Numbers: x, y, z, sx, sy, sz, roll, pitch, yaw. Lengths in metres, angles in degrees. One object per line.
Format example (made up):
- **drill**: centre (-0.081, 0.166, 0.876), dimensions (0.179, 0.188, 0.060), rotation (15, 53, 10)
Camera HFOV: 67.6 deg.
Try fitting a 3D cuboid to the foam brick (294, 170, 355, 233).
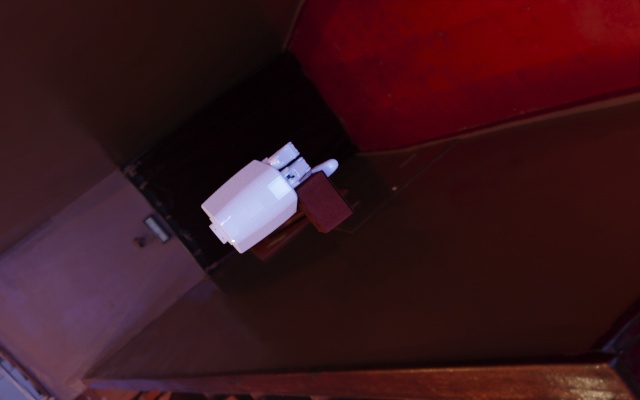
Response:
- **foam brick**: centre (0.000, 0.002, 0.693), dimensions (0.051, 0.078, 0.053), rotation (-40, 8, -13)
